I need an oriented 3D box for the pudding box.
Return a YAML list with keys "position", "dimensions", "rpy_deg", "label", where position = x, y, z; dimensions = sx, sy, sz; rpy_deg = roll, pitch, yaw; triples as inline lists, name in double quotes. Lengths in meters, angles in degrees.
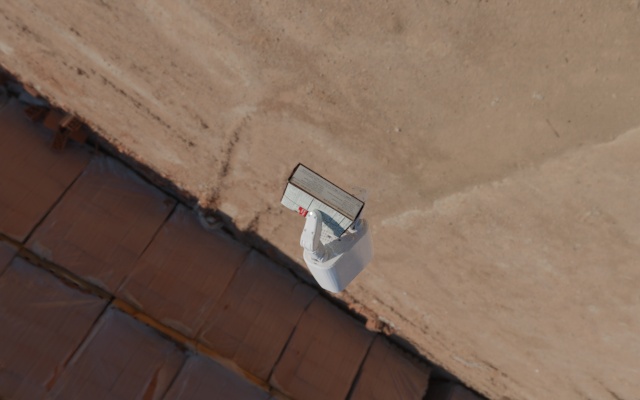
- position: [0.000, 0.002, 0.701]
  dimensions: [0.113, 0.039, 0.090]
  rpy_deg: [30, -24, -1]
  label: "pudding box"
